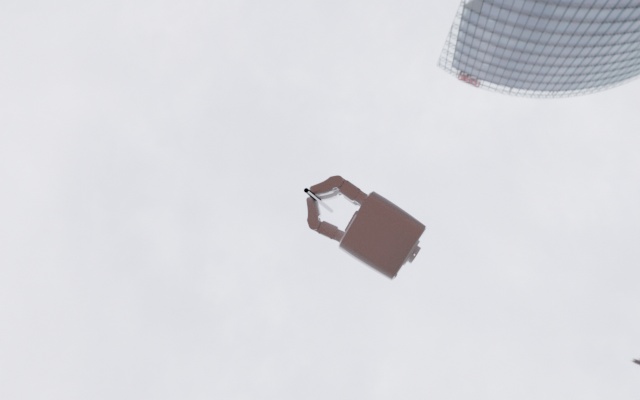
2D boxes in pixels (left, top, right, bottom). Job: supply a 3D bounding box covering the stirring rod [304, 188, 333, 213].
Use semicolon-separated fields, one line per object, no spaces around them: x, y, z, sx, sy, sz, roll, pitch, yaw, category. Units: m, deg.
0.000;0.003;0.853;0.011;0.011;0.239;0;-9;11;stirring rod
